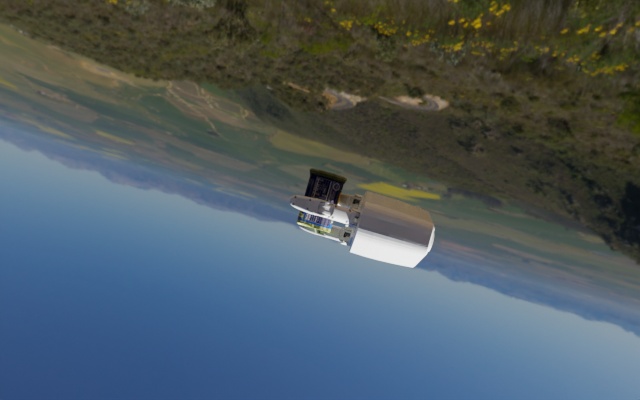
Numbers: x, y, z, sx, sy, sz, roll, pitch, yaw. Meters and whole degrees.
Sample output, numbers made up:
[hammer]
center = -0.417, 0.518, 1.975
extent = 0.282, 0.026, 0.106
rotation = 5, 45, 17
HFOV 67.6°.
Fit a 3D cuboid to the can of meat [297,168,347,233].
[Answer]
[can of meat]
center = 0.000, 0.003, 0.732
extent = 0.057, 0.084, 0.102
rotation = 16, -4, 0
